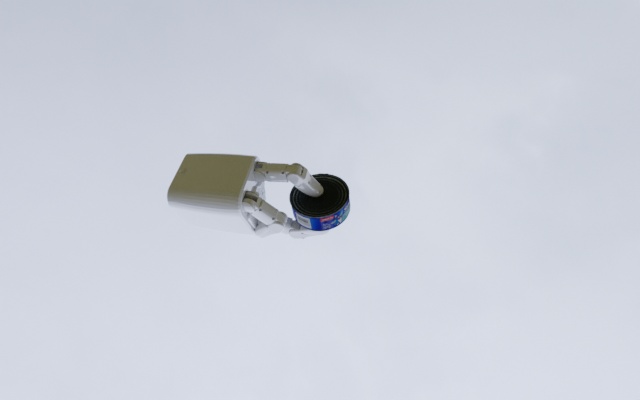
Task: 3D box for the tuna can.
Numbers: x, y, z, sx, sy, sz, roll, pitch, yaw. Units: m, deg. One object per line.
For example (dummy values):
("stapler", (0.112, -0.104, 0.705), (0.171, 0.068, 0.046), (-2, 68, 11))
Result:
("tuna can", (0.000, 0.003, 0.684), (0.086, 0.086, 0.034), (0, -43, 9))
